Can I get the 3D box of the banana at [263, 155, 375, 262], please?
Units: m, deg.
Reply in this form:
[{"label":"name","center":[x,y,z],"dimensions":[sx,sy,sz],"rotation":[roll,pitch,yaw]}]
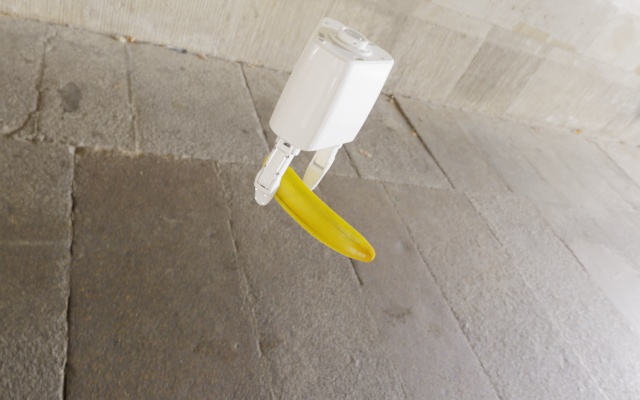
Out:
[{"label":"banana","center":[-0.014,0.002,0.569],"dimensions":[0.069,0.037,0.197],"rotation":[-9,49,-49]}]
